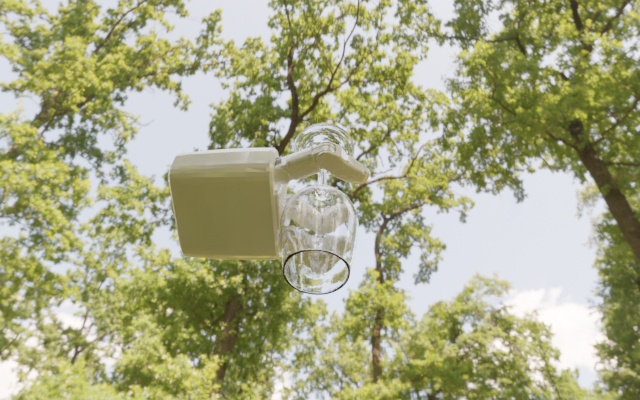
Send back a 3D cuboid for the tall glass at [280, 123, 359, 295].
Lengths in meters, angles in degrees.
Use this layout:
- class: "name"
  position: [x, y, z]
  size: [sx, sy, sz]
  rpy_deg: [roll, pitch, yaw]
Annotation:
- class: "tall glass"
  position: [0.000, 0.001, 0.504]
  size: [0.079, 0.079, 0.200]
  rpy_deg: [0, 40, 3]
